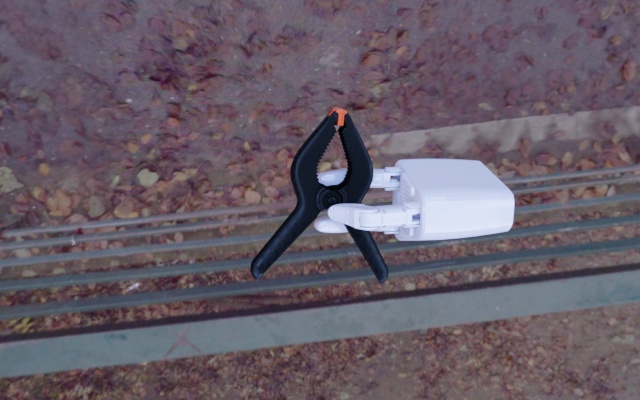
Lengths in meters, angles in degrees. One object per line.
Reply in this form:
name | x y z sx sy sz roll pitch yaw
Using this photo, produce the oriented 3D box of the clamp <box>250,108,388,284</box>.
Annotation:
clamp | 0.000 0.001 0.544 0.164 0.210 0.036 -3 13 -11
